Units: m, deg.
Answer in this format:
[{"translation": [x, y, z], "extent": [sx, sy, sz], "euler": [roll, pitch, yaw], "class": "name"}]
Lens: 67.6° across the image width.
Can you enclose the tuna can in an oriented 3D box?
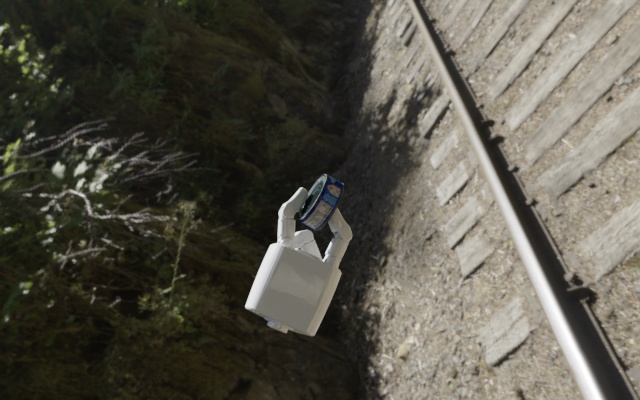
[{"translation": [0.000, 0.002, 0.741], "extent": [0.034, 0.086, 0.086], "euler": [31, -8, -13], "class": "tuna can"}]
